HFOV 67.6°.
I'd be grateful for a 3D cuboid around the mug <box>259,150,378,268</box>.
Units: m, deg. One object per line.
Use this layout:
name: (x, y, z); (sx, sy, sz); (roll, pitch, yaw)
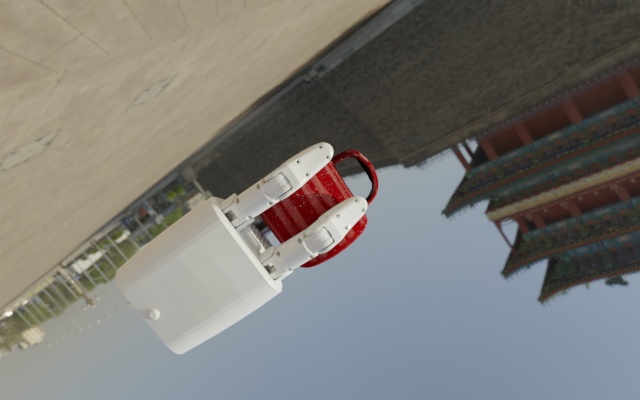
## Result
mug: (0.001, 0.001, 0.445); (0.117, 0.081, 0.093); (-34, 11, 4)
